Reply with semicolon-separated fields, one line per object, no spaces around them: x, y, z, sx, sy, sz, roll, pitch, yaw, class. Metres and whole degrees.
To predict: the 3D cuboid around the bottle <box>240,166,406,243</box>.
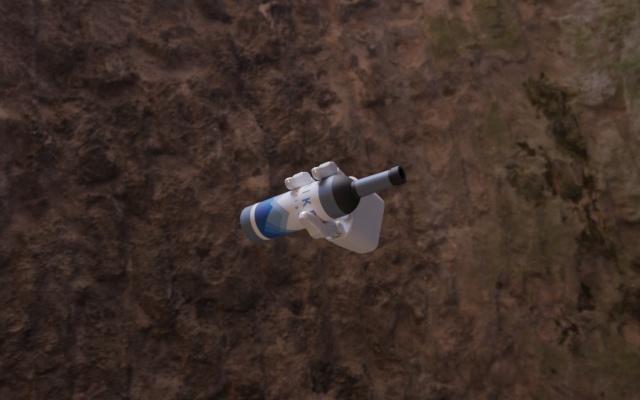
0.000;0.003;0.776;0.296;0.069;0.069;-19;-10;30;bottle
